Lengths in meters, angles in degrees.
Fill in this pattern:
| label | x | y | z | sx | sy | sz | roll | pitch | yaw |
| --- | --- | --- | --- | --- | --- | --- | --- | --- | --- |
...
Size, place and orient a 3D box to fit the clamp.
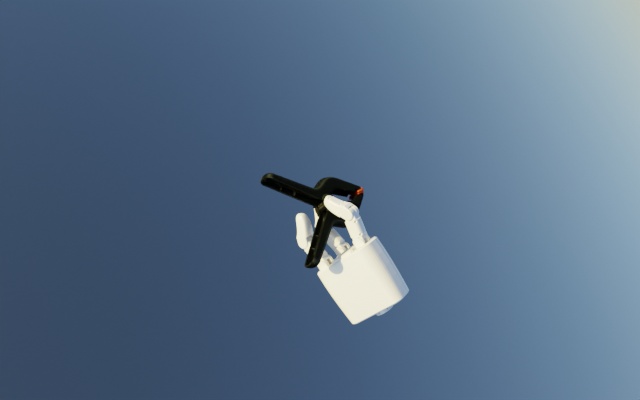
| label | x | y | z | sx | sy | sz | roll | pitch | yaw |
| --- | --- | --- | --- | --- | --- | --- | --- | --- | --- |
| clamp | 0.001 | 0.002 | 0.807 | 0.036 | 0.164 | 0.210 | -33 | -2 | 41 |
